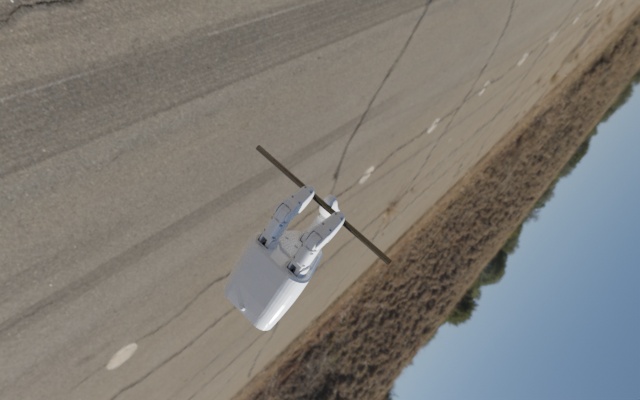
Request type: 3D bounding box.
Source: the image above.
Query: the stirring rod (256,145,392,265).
[{"bbox_3d":[0.000,0.002,0.633,0.239,0.011,0.011,41,13,16],"label":"stirring rod"}]
